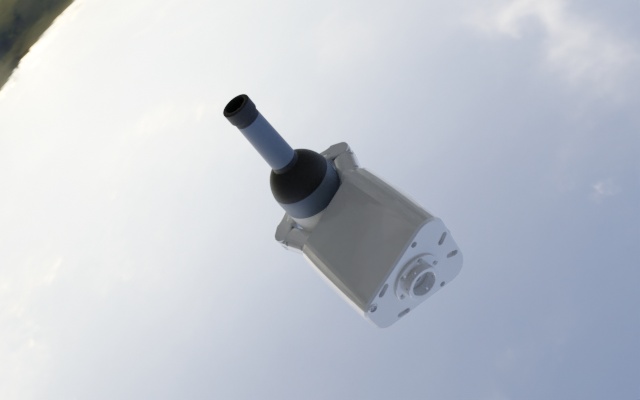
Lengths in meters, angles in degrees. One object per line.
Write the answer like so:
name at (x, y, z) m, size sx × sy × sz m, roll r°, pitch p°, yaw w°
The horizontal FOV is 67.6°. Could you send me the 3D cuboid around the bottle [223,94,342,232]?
bottle at (0.000, 0.002, 0.505) m, size 0.069 × 0.069 × 0.296 m, roll 0°, pitch -35°, yaw 37°
